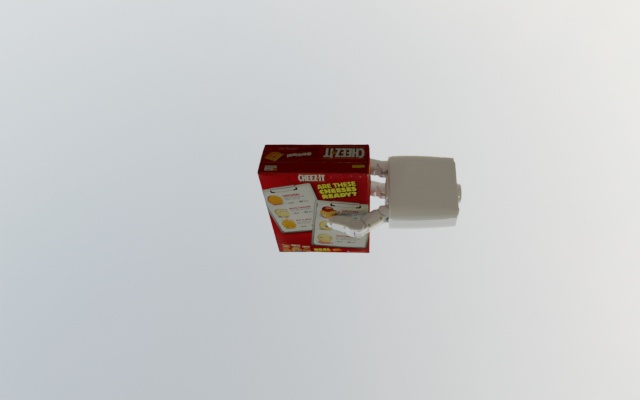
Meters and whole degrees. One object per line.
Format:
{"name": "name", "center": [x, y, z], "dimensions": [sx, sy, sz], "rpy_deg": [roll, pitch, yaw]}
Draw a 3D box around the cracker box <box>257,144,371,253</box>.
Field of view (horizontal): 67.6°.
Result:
{"name": "cracker box", "center": [0.000, 0.003, 0.781], "dimensions": [0.164, 0.072, 0.214], "rpy_deg": [0, -39, 6]}
